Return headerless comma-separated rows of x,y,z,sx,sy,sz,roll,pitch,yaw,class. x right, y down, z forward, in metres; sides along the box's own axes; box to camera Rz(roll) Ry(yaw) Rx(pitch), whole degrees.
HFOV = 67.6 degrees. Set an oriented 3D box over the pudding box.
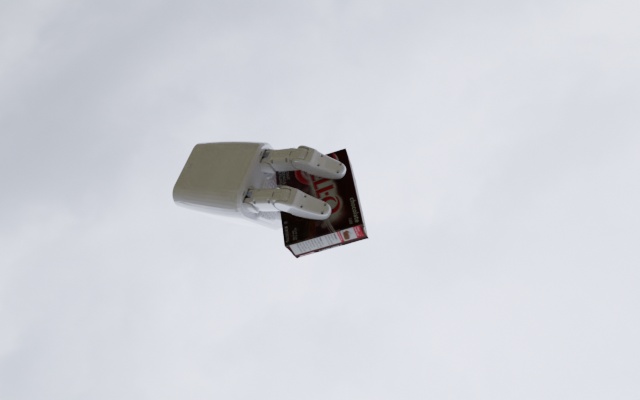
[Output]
0.000,0.002,0.549,0.090,0.113,0.039,-17,-35,9,pudding box
